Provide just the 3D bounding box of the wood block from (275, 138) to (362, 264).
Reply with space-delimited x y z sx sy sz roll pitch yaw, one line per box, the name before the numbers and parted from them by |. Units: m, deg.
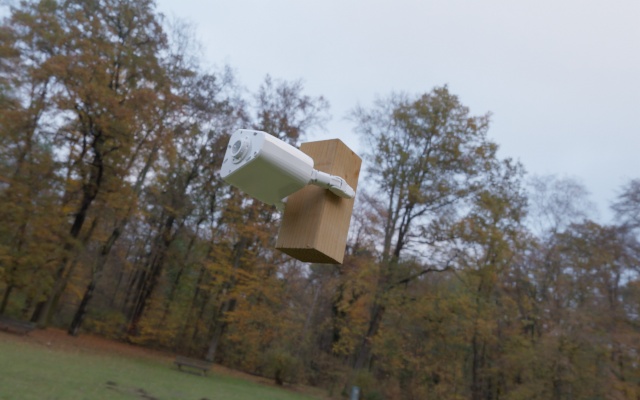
wood block | 0.000 0.003 0.861 0.091 0.206 0.090 -2 -24 36
